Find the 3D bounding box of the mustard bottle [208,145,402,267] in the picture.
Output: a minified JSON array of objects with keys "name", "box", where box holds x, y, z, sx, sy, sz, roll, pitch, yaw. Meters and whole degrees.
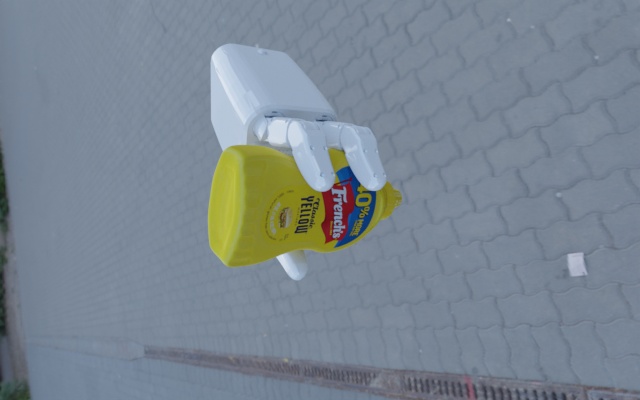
[{"name":"mustard bottle","box":[0.000,0.002,0.426,0.191,0.096,0.058,-3,23,-37]}]
